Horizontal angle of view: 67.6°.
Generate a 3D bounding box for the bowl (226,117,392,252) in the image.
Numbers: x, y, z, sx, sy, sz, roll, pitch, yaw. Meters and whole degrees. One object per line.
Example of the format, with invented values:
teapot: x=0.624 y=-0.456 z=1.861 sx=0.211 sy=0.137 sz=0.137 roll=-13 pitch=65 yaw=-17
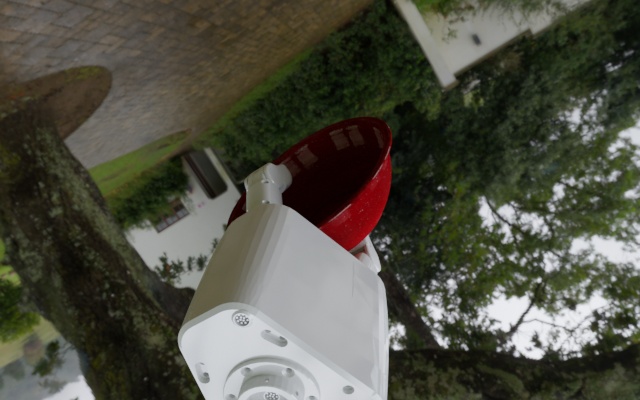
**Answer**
bowl: x=0.001 y=0.001 z=0.403 sx=0.162 sy=0.162 sz=0.055 roll=0 pitch=-44 yaw=50
